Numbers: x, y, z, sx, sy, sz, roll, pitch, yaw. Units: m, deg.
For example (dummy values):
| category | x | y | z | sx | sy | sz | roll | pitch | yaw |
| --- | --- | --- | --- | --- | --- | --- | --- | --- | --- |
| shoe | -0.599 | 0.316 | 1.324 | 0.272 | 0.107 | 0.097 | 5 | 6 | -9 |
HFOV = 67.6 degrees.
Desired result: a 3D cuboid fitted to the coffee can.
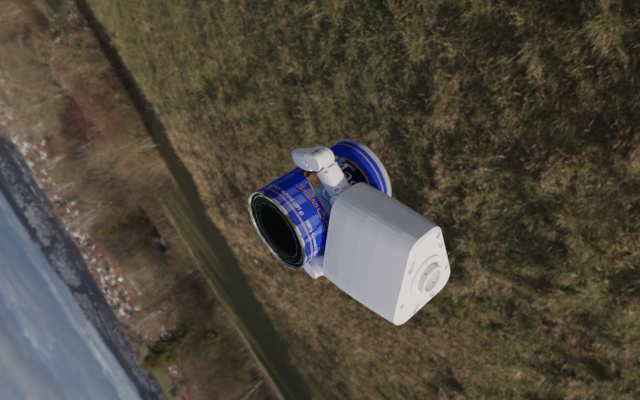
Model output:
| category | x | y | z | sx | sy | sz | roll | pitch | yaw |
| --- | --- | --- | --- | --- | --- | --- | --- | --- | --- |
| coffee can | 0.000 | 0.002 | 0.571 | 0.140 | 0.103 | 0.103 | -33 | 17 | -28 |
